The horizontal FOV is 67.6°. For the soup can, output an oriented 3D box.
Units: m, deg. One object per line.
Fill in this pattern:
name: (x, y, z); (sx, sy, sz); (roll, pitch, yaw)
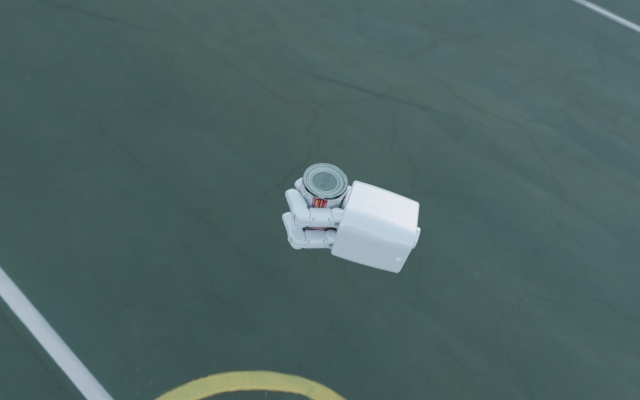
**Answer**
soup can: (0.000, 0.002, 0.713); (0.068, 0.068, 0.102); (0, -38, -10)
